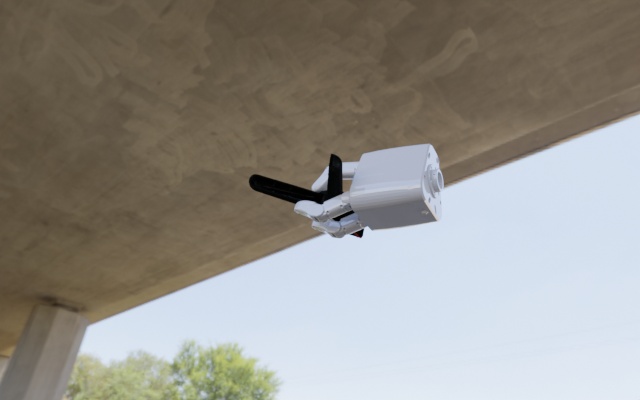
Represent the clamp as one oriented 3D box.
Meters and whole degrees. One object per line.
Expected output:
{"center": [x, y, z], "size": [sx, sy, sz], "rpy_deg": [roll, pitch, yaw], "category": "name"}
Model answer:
{"center": [0.001, 0.002, 0.750], "size": [0.164, 0.036, 0.210], "rpy_deg": [-6, -32, 31], "category": "clamp"}
